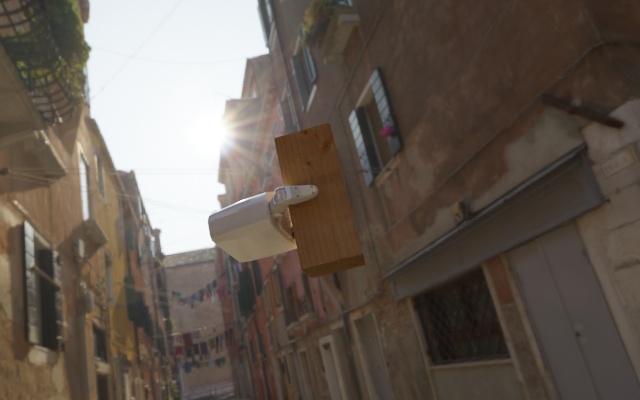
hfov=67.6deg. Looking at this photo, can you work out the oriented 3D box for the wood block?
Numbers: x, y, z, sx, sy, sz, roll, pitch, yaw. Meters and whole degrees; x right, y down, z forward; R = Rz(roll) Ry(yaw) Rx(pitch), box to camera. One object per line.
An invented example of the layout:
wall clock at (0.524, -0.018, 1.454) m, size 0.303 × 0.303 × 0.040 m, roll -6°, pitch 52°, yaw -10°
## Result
wood block at (0.000, 0.002, 0.726) m, size 0.090 × 0.206 × 0.091 m, roll -15°, pitch -18°, yaw 4°
